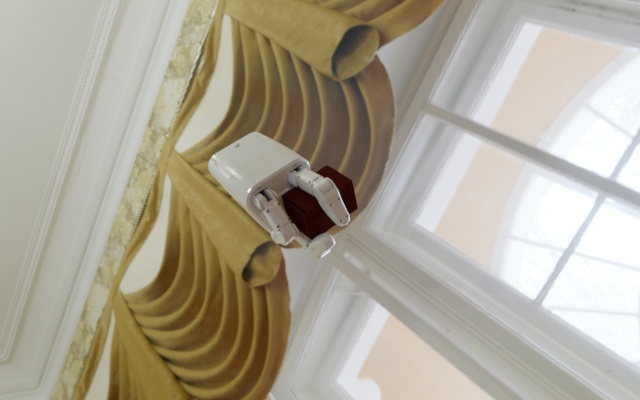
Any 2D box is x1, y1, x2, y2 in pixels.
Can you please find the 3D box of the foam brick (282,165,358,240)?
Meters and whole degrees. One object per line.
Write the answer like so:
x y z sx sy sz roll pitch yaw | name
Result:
0.000 0.002 0.611 0.078 0.053 0.051 -35 47 -23 | foam brick
